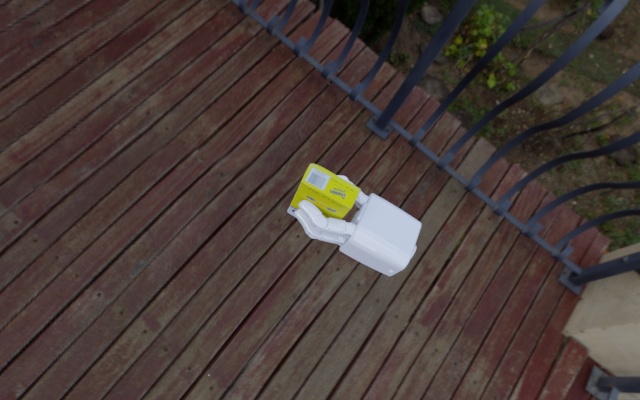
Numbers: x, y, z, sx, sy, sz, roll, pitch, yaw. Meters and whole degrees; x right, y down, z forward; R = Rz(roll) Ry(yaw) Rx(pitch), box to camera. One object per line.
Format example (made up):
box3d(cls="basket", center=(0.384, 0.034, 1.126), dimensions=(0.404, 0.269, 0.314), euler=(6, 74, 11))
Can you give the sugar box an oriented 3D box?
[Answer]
box3d(cls="sugar box", center=(0.000, 0.003, 0.838), dimensions=(0.093, 0.048, 0.176), euler=(29, -23, -1))
